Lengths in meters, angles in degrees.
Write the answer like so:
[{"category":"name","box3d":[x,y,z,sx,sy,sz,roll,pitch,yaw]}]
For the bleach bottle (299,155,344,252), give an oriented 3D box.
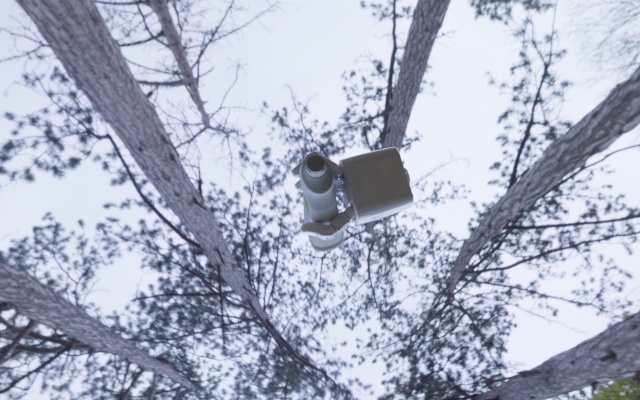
[{"category":"bleach bottle","box3d":[0.000,0.003,0.836,0.068,0.102,0.251,-16,-24,-5]}]
